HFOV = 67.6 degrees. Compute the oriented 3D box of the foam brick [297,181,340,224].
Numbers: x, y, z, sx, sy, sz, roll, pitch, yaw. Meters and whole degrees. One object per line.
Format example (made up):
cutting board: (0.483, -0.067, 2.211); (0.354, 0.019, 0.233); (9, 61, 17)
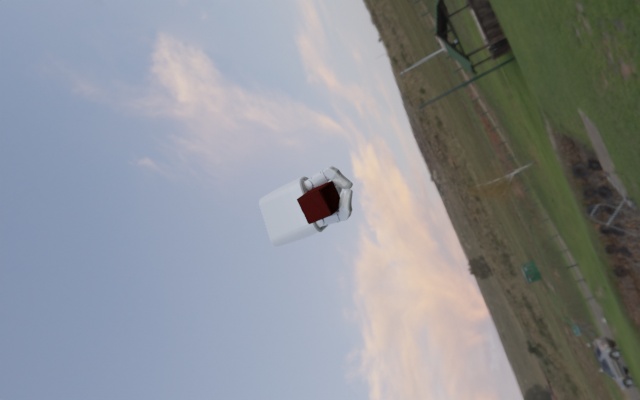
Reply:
foam brick: (0.000, 0.003, 0.883); (0.051, 0.053, 0.078); (-22, 6, 23)
